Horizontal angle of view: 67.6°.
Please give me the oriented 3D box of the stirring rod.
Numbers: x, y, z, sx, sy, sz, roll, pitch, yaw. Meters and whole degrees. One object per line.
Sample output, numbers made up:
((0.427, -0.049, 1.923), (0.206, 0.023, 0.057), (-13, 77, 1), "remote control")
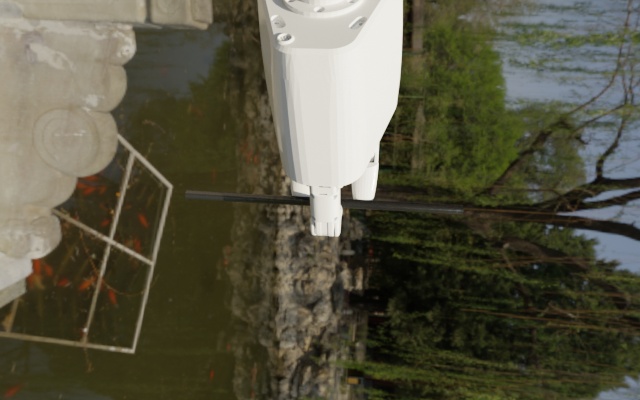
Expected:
((0.000, 0.001, 0.414), (0.239, 0.011, 0.011), (3, 0, 6), "stirring rod")
